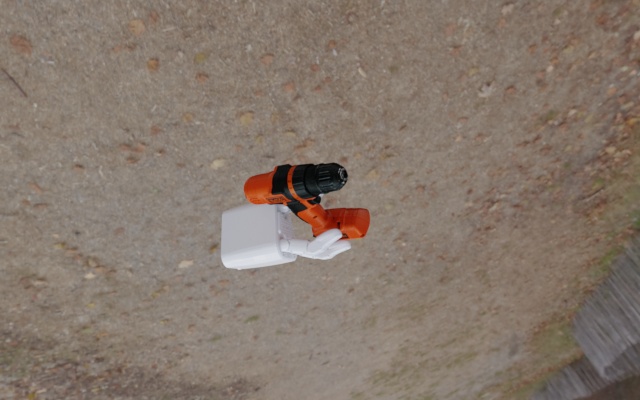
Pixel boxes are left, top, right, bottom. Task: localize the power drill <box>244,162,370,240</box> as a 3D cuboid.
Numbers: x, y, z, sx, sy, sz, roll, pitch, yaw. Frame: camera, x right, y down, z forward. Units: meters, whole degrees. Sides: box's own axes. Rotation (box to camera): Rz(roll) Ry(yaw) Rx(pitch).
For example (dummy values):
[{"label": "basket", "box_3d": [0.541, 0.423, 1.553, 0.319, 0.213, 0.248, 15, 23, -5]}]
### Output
[{"label": "power drill", "box_3d": [0.000, 0.003, 0.751, 0.184, 0.057, 0.188, -6, -30, 38]}]
